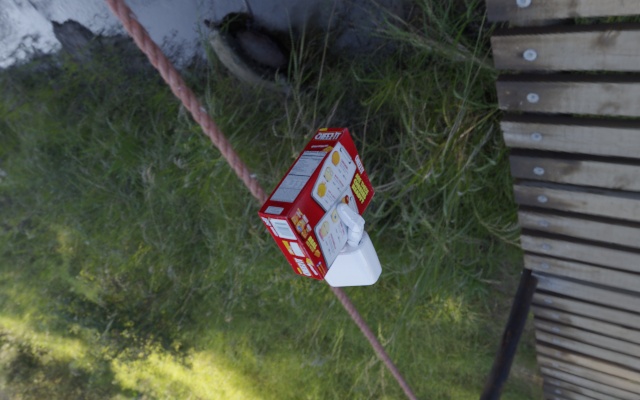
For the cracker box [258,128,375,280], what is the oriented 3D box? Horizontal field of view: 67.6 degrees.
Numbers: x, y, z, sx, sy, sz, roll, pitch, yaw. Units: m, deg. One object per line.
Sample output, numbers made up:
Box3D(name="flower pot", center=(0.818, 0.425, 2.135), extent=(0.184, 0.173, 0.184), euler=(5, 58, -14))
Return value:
Box3D(name="cracker box", center=(0.000, 0.003, 0.833), extent=(0.072, 0.213, 0.164), euler=(7, -40, 35))
